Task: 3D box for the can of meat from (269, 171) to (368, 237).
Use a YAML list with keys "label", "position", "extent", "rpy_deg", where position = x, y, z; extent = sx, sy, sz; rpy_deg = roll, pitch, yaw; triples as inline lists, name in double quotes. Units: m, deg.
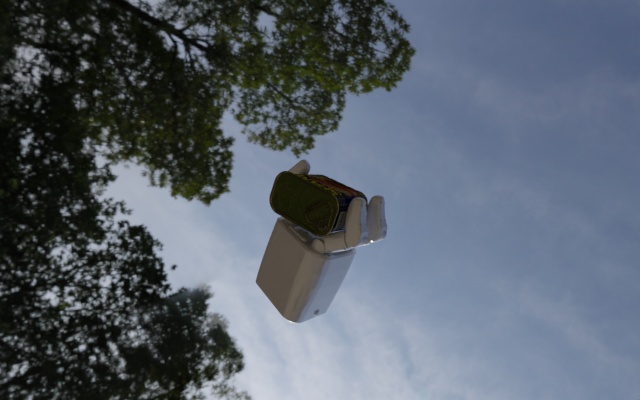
- label: "can of meat"
  position: [0.000, 0.002, 0.620]
  extent: [0.102, 0.057, 0.084]
  rpy_deg: [27, 16, 30]
